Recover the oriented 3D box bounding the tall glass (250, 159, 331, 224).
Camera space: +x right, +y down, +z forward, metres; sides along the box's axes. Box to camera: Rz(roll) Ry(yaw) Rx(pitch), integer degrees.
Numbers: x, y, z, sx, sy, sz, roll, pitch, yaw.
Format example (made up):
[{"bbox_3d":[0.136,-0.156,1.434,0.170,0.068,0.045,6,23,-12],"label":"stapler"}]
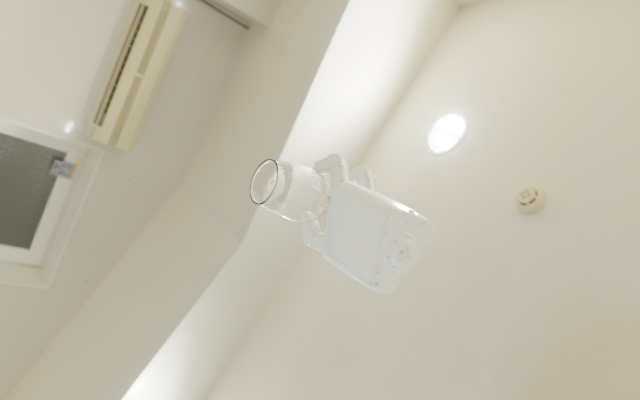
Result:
[{"bbox_3d":[0.001,0.002,0.675,0.201,0.079,0.079,20,-13,-38],"label":"tall glass"}]
